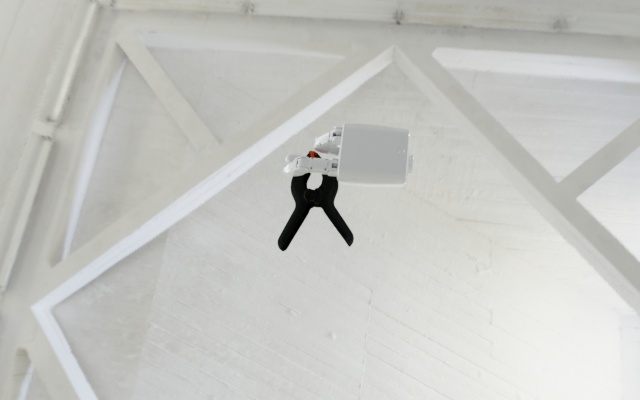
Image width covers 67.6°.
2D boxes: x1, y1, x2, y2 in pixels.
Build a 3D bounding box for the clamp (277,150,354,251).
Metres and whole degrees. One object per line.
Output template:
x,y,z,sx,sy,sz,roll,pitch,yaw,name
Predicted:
0.000,0.003,0.769,0.120,0.171,0.039,5,-17,7,clamp
